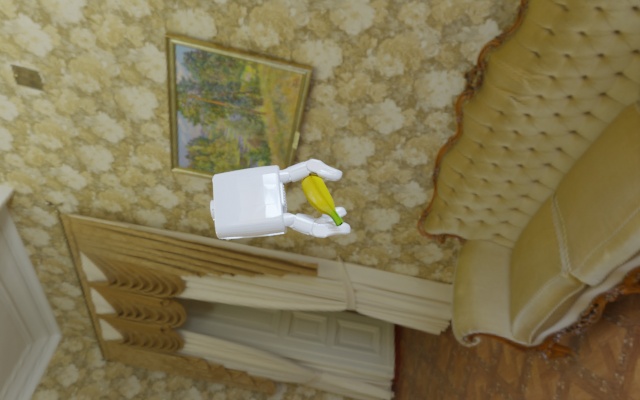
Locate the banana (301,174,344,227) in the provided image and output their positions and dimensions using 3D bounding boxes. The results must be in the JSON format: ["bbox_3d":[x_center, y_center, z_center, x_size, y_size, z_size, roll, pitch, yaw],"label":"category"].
[{"bbox_3d":[-0.007,-0.013,0.791,0.037,0.070,0.197,-25,18,0],"label":"banana"}]
